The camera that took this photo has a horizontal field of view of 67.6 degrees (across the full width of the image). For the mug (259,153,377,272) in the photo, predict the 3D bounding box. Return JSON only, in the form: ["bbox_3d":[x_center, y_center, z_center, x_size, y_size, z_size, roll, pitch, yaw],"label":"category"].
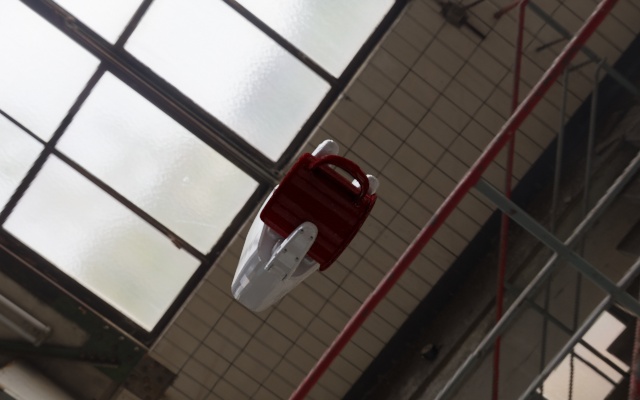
[{"bbox_3d":[0.000,0.001,0.454,0.081,0.093,0.117,36,-43,-3],"label":"mug"}]
